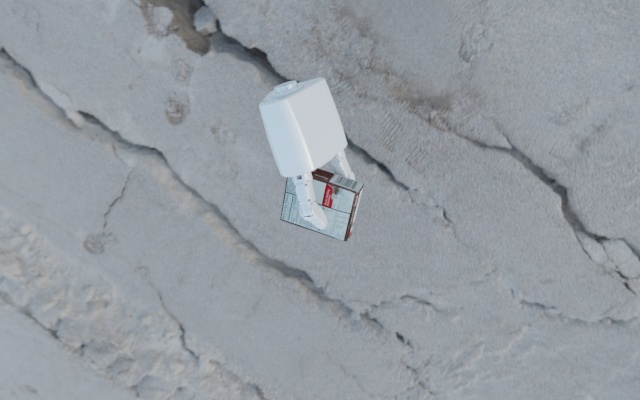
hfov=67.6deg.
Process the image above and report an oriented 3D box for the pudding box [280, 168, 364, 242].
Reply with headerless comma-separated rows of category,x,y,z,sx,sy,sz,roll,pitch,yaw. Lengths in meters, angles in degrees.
pudding box,0.000,0.002,0.722,0.113,0.090,0.039,19,30,13
